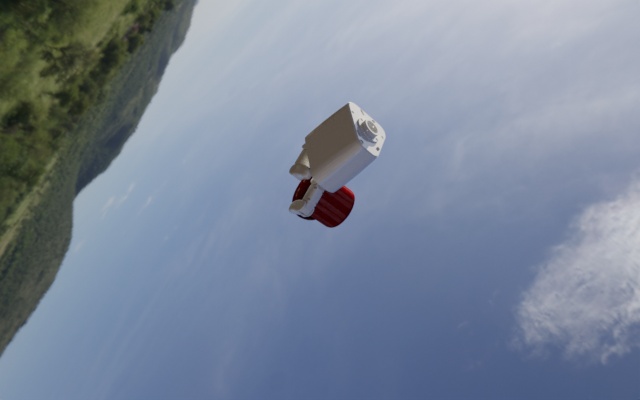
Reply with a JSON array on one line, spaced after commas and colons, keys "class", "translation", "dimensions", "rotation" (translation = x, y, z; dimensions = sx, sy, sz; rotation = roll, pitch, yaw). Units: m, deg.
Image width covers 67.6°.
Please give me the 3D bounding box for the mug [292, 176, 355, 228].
[{"class": "mug", "translation": [-0.001, 0.004, 0.876], "dimensions": [0.081, 0.093, 0.117], "rotation": [35, -51, -25]}]
